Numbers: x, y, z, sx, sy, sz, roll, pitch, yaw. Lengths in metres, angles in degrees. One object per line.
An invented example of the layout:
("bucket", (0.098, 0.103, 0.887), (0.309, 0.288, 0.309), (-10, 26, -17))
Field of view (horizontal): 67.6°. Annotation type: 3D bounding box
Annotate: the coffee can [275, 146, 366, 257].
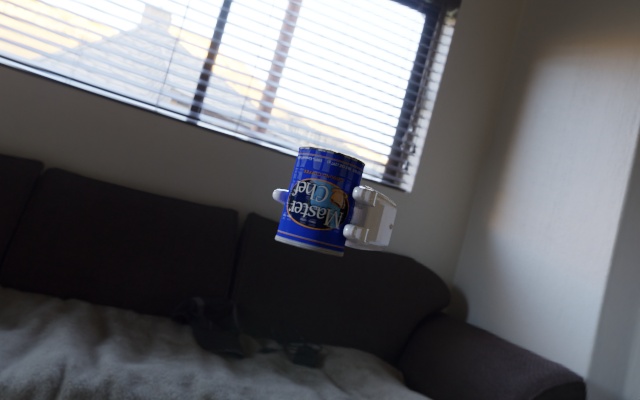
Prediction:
("coffee can", (0.000, 0.002, 0.702), (0.103, 0.140, 0.103), (14, -3, 1))
